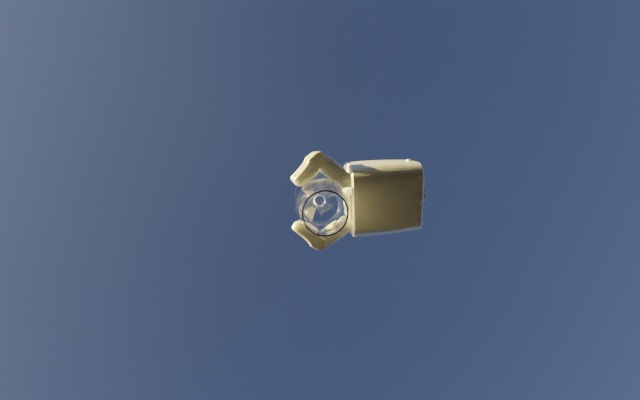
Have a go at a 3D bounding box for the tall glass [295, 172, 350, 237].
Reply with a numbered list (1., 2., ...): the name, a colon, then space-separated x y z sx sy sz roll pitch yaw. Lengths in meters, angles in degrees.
1. tall glass: 0.000 0.002 0.720 0.079 0.079 0.201 0 9 -4
